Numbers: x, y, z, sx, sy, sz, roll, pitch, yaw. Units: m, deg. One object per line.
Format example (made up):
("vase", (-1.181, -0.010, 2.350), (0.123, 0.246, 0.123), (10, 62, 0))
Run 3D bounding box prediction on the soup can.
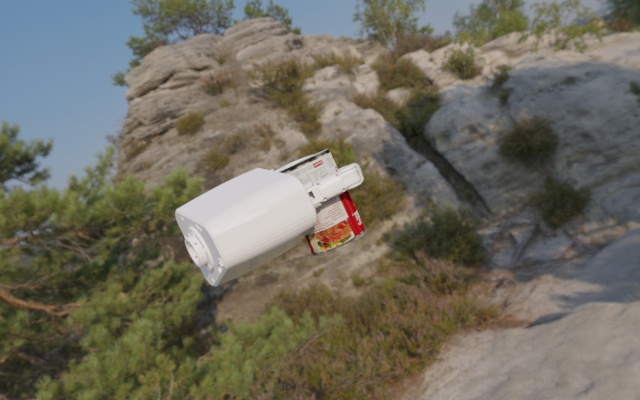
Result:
("soup can", (0.000, 0.001, 0.537), (0.068, 0.102, 0.068), (-25, 6, 3))
